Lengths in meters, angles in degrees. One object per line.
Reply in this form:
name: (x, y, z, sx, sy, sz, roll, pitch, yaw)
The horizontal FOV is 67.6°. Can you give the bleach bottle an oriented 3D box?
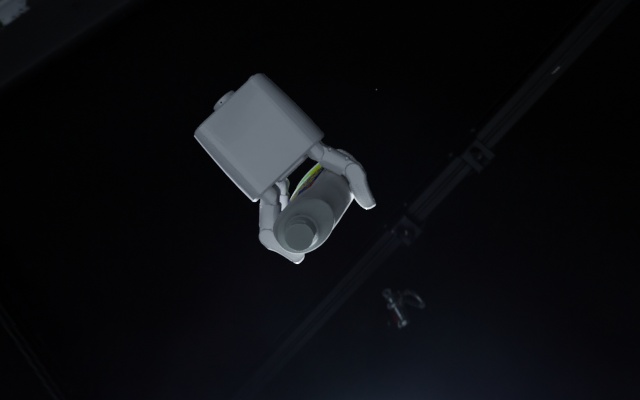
bleach bottle: (0.000, 0.002, 0.578, 0.102, 0.068, 0.250, -42, 5, 14)
